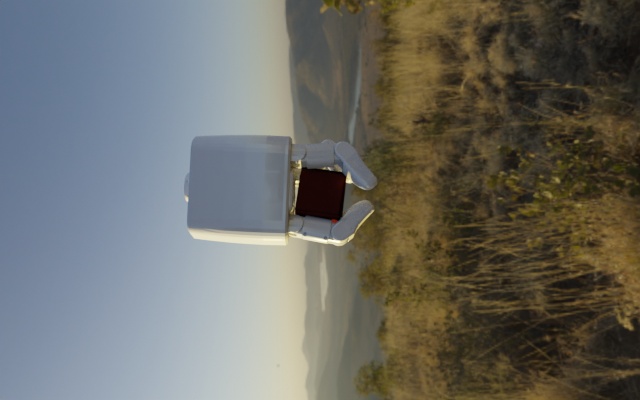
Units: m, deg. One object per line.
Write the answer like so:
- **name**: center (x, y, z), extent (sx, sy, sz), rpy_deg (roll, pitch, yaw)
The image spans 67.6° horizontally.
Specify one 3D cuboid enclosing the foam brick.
- **foam brick**: center (0.000, 0.002, 0.547), extent (0.051, 0.053, 0.078), rpy_deg (7, -20, 1)
